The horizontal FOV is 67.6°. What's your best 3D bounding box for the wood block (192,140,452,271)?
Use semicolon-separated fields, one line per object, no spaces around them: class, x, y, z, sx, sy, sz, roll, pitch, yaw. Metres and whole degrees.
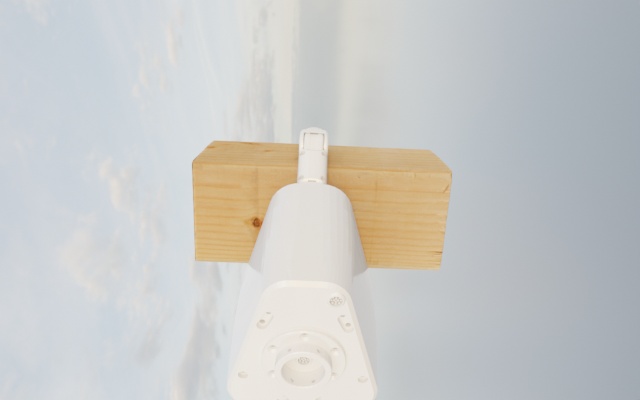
wood block;0.000;0.001;0.428;0.206;0.091;0.090;3;18;-1
